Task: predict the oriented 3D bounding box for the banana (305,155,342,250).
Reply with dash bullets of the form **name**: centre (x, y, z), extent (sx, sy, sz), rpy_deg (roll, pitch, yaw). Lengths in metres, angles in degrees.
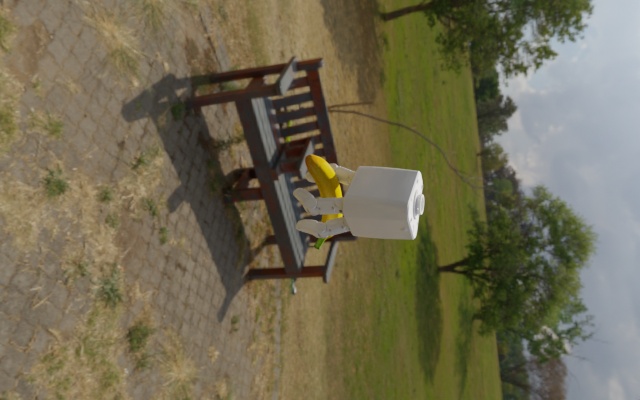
- **banana**: centre (0.010, -0.004, 0.837), extent (0.037, 0.198, 0.069), rpy_deg (15, 40, 29)
